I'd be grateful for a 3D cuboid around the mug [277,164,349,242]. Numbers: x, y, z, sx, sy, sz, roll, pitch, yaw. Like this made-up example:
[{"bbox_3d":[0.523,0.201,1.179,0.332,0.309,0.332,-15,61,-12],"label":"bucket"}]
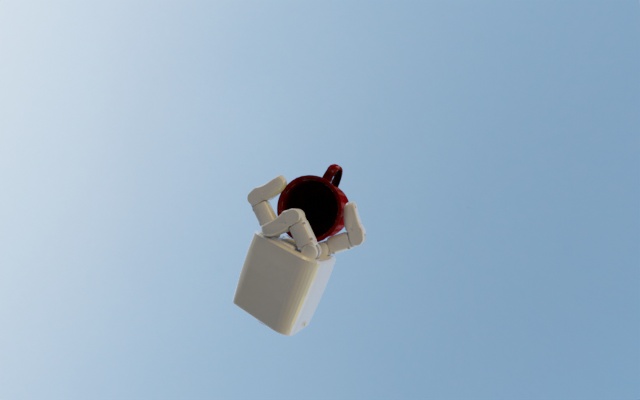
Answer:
[{"bbox_3d":[0.001,0.001,0.683,0.093,0.117,0.081,25,5,16],"label":"mug"}]
